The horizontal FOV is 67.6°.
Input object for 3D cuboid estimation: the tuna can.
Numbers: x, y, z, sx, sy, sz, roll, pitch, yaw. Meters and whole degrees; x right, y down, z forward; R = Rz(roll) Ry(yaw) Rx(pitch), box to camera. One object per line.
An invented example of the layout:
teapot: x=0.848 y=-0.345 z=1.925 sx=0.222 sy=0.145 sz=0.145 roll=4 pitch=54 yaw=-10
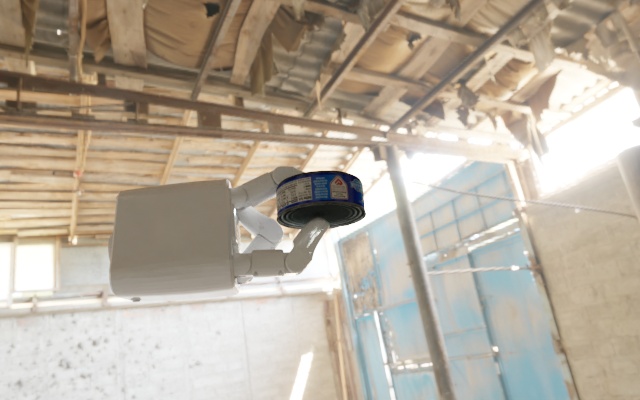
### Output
tuna can: x=0.000 y=0.001 z=0.459 sx=0.086 sy=0.033 sz=0.086 roll=-4 pitch=-18 yaw=-1
